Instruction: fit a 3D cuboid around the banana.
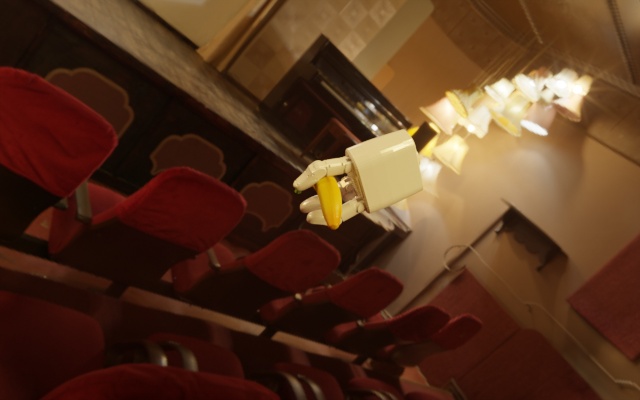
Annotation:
[{"bbox_3d":[0.002,-0.016,0.794,0.037,0.070,0.197,5,16,-19],"label":"banana"}]
